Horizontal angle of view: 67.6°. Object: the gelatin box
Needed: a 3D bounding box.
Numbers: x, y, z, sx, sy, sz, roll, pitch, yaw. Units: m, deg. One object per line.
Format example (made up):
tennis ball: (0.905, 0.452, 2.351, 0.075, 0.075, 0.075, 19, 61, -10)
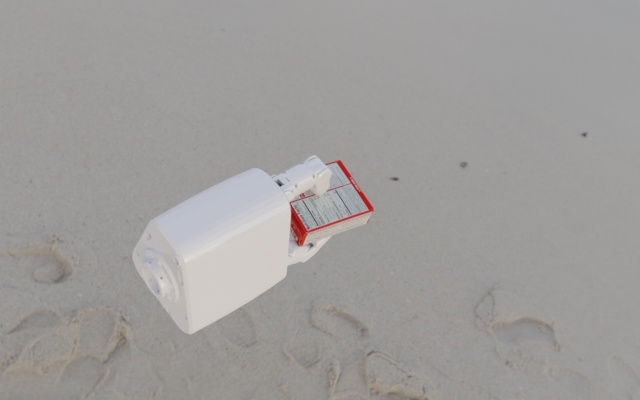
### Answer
gelatin box: (0.000, 0.001, 0.504, 0.089, 0.073, 0.030, -18, -29, -28)
